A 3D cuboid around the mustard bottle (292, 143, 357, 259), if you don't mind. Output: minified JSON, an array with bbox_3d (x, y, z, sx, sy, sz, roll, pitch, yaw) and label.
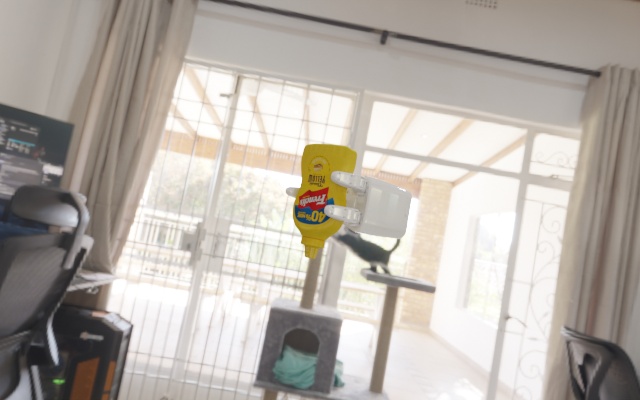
[{"bbox_3d":[0.000,0.002,0.804,0.096,0.191,0.058,7,-6,32],"label":"mustard bottle"}]
